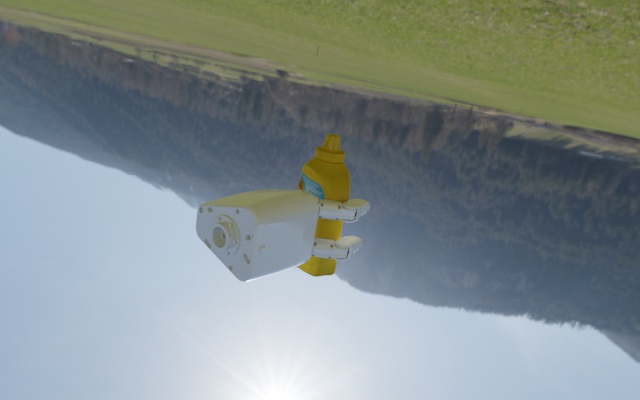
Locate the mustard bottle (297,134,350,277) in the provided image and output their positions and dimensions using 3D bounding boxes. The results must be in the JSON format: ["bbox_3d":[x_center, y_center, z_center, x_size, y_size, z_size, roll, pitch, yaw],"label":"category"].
[{"bbox_3d":[0.000,0.002,0.668,0.058,0.192,0.096,0,21,-28],"label":"mustard bottle"}]
